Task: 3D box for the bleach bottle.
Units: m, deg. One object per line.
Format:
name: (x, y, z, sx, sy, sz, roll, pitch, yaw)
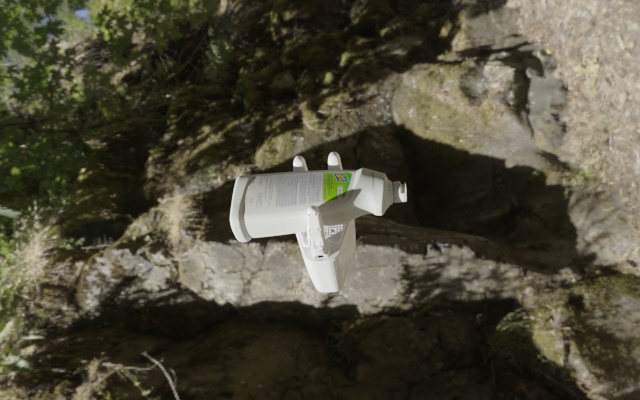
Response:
bleach bottle: (0.000, 0.002, 0.703, 0.251, 0.102, 0.068, -4, -37, 7)
